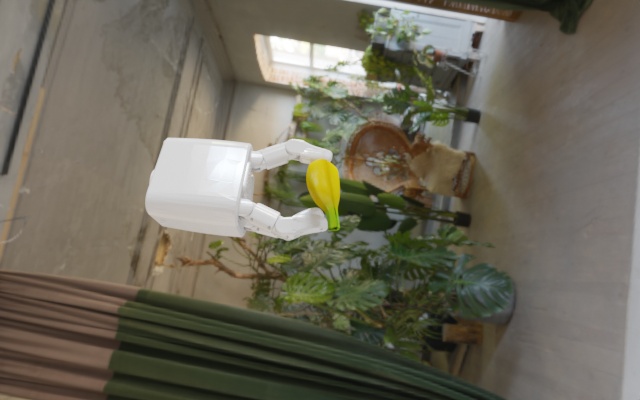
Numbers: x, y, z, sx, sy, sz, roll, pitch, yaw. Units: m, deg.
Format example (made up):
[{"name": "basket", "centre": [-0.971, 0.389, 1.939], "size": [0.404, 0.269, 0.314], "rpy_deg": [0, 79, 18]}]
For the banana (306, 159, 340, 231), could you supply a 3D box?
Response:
[{"name": "banana", "centre": [0.001, -0.016, 0.572], "size": [0.037, 0.069, 0.198], "rpy_deg": [3, 8, -1]}]
